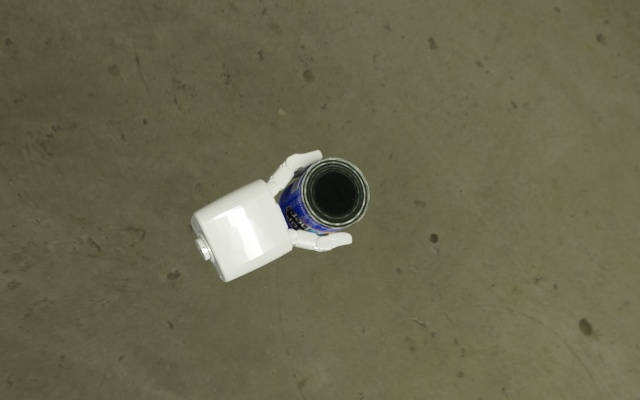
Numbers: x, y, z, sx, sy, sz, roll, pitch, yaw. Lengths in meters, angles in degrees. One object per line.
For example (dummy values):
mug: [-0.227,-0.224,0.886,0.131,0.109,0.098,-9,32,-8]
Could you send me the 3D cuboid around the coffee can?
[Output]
coffee can: [0.000,0.002,0.730,0.103,0.102,0.140,0,-11,-19]
